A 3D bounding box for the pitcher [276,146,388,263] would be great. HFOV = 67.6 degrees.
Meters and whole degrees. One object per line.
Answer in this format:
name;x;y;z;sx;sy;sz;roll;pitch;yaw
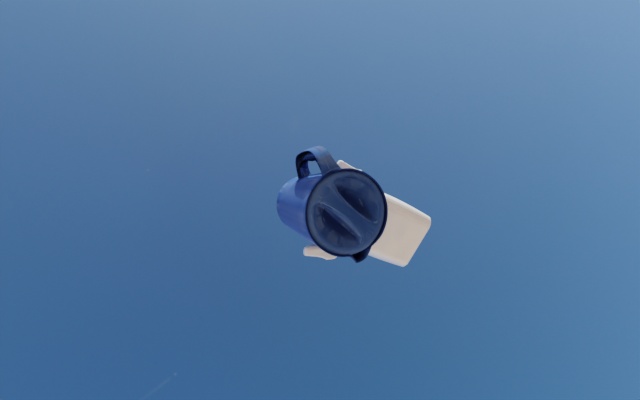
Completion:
pitcher;0.000;0.003;0.813;0.145;0.149;0.243;22;-4;-19
